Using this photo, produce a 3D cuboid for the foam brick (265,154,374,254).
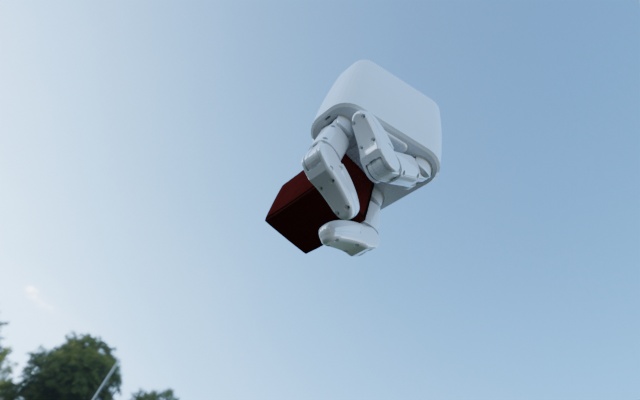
[{"bbox_3d":[0.000,0.002,0.425,0.078,0.053,0.051,-32,24,34],"label":"foam brick"}]
